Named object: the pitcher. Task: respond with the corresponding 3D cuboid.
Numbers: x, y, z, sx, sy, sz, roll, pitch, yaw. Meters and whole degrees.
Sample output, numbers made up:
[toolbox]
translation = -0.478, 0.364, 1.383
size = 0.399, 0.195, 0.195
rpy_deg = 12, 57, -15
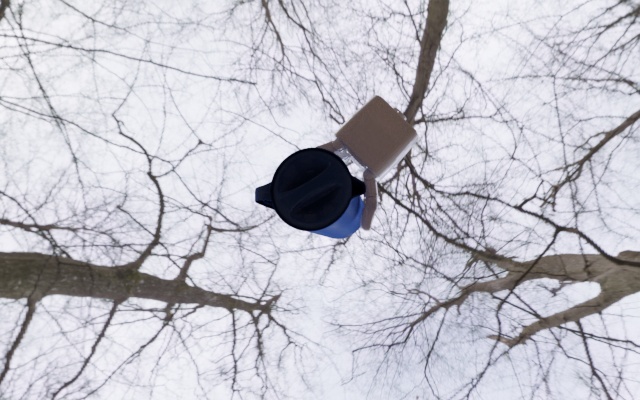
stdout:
[pitcher]
translation = 0.000, 0.003, 0.850
size = 0.149, 0.145, 0.243
rpy_deg = 42, 0, 17
